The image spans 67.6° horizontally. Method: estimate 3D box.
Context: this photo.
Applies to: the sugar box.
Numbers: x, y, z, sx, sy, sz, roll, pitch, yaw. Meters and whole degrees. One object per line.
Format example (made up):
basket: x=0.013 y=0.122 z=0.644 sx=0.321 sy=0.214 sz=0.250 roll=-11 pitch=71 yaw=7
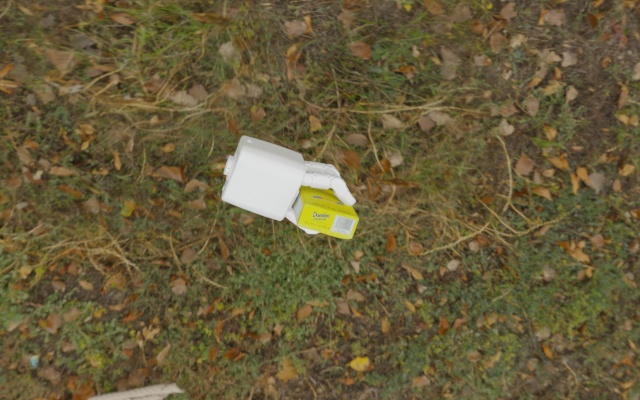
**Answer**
sugar box: x=0.000 y=0.002 z=0.814 sx=0.093 sy=0.048 sz=0.176 roll=16 pitch=20 yaw=-15
